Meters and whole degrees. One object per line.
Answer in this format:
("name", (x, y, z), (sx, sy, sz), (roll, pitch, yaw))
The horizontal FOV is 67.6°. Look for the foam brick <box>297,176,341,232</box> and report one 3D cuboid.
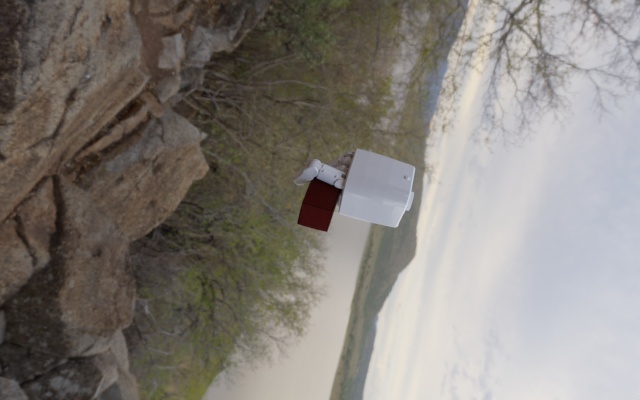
("foam brick", (0.000, 0.003, 0.779), (0.051, 0.078, 0.053), (18, -44, 3))
